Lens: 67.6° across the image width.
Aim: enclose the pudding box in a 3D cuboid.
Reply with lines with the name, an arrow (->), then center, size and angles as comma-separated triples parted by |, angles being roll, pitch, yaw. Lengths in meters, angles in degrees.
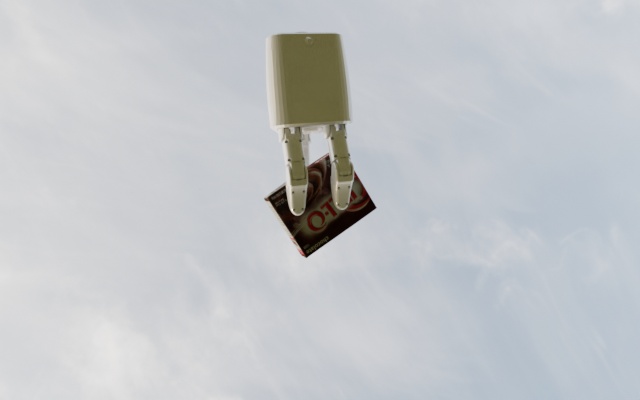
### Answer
pudding box -> 0.000, 0.002, 0.592 | 0.113, 0.090, 0.039 | -34, 11, -10
